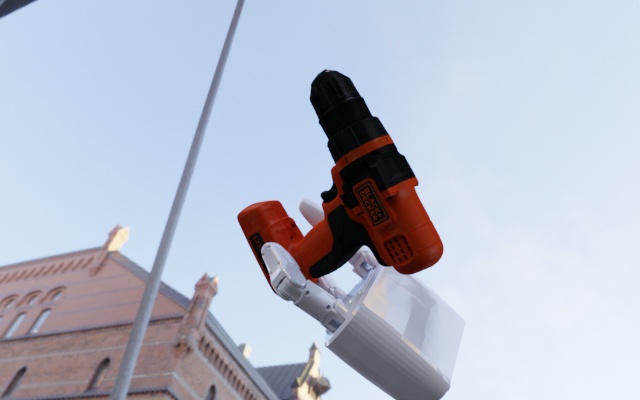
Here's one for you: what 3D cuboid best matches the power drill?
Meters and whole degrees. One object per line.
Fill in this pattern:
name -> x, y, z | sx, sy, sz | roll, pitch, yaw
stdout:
power drill -> 0.000, 0.002, 0.440 | 0.057, 0.184, 0.188 | -19, -10, -46
